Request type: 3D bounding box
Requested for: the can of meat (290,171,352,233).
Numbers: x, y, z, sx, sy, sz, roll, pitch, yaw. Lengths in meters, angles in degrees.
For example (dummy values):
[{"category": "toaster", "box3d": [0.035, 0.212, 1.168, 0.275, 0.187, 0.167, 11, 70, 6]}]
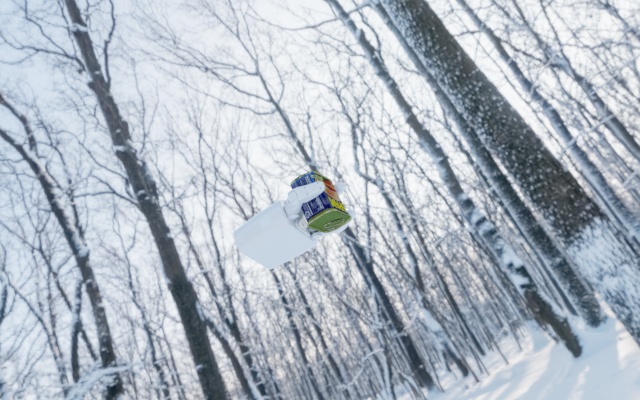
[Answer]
[{"category": "can of meat", "box3d": [0.000, 0.002, 0.822, 0.057, 0.084, 0.102, -33, -22, 16]}]
